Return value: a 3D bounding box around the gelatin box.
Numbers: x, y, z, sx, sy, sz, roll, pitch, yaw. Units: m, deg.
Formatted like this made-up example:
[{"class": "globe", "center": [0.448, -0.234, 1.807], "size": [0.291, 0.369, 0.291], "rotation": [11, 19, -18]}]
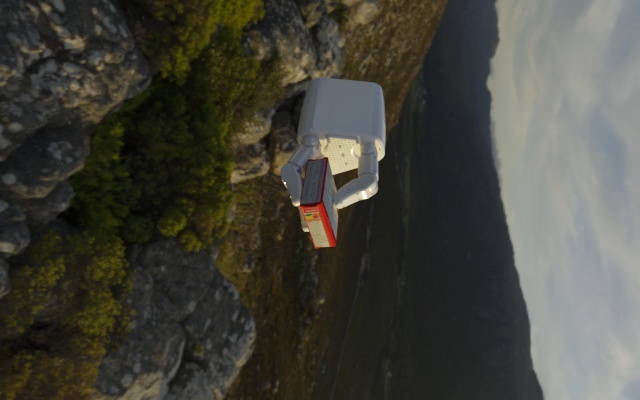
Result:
[{"class": "gelatin box", "center": [0.001, 0.002, 0.588], "size": [0.030, 0.073, 0.089], "rotation": [-7, 41, 12]}]
